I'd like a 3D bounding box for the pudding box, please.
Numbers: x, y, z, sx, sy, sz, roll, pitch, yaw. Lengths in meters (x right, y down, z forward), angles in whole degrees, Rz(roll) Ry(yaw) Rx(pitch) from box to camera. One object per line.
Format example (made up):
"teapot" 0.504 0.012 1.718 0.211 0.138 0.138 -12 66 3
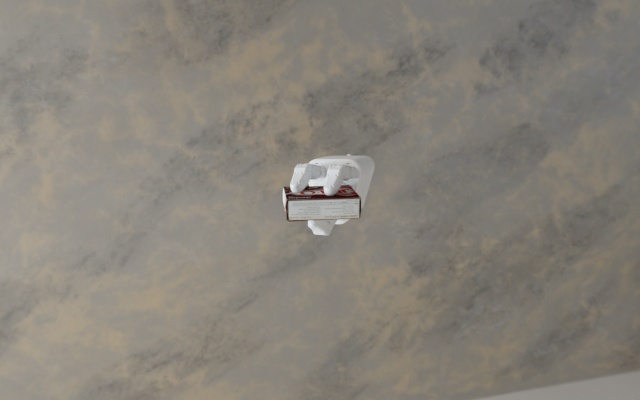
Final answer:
"pudding box" 0.000 0.003 0.736 0.113 0.039 0.090 -4 13 -6
